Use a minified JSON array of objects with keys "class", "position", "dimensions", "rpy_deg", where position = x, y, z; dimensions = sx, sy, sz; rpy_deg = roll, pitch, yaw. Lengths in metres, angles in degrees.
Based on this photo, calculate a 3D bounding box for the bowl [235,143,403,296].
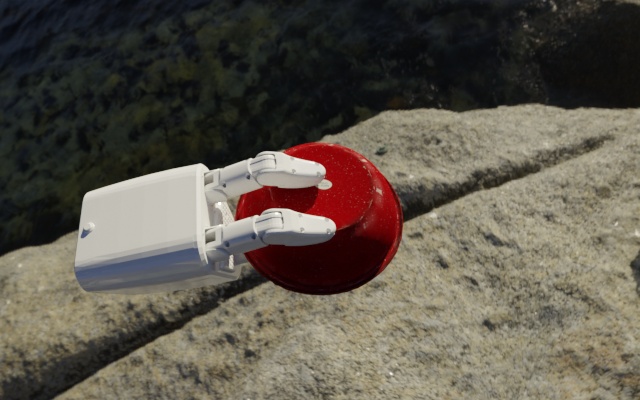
[{"class":"bowl","position":[0.001,0.001,0.437],"dimensions":[0.162,0.162,0.055],"rpy_deg":[0,-32,-3]}]
